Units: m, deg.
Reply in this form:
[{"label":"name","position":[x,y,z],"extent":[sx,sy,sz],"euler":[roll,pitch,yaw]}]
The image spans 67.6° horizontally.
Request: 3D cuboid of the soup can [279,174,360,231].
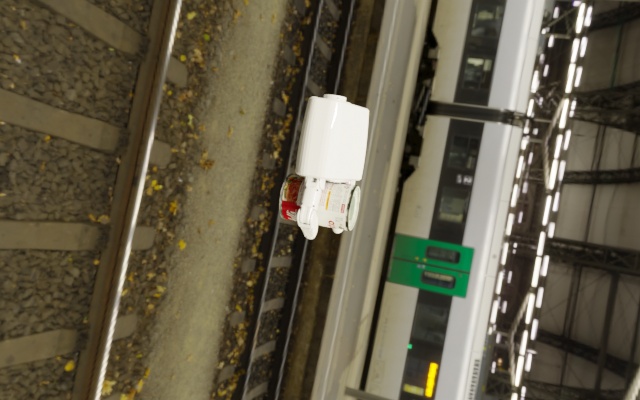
[{"label":"soup can","position":[0.000,0.003,0.688],"extent":[0.102,0.068,0.068],"euler":[10,3,15]}]
